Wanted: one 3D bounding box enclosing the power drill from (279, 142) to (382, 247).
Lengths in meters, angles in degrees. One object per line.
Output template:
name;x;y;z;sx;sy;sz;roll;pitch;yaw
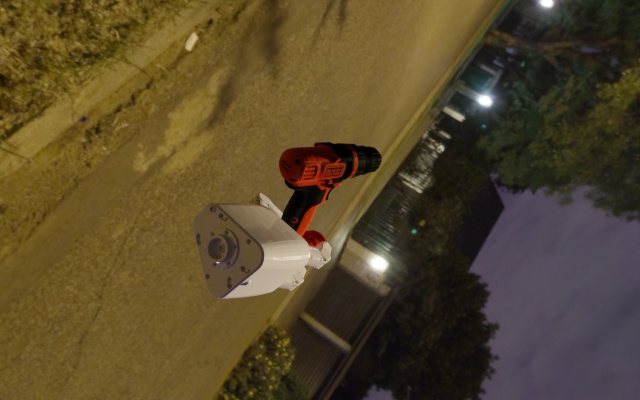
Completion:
power drill;0.000;0.003;0.700;0.184;0.188;0.057;-7;35;-42
